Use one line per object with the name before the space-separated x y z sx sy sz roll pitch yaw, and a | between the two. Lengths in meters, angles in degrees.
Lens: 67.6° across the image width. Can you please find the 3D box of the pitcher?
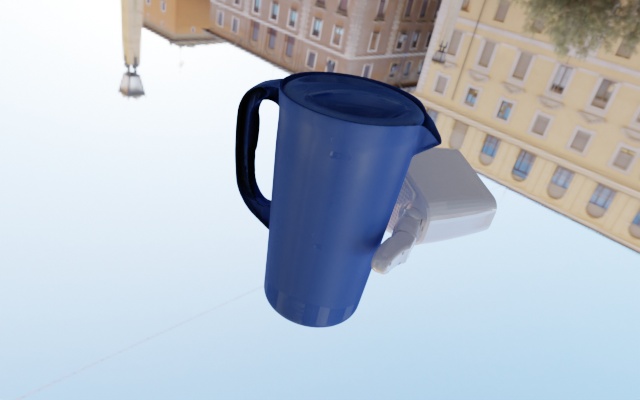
pitcher | 0.000 0.002 0.476 0.145 0.243 0.149 -7 35 -29
